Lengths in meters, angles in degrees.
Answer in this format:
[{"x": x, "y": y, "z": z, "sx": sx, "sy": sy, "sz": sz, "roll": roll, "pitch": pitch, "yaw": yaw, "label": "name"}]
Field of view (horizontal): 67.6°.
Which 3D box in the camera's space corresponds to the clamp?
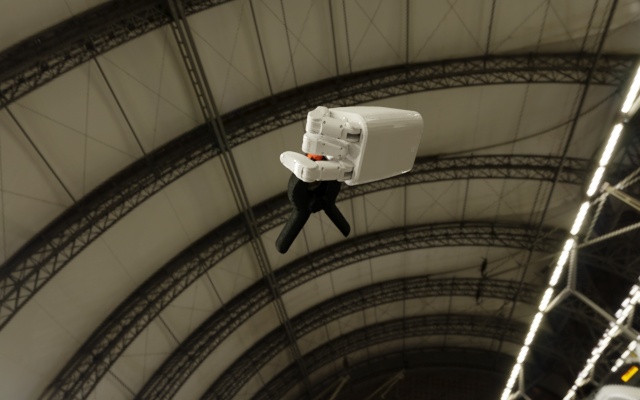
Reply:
[{"x": 0.000, "y": 0.002, "z": 0.693, "sx": 0.120, "sy": 0.172, "sz": 0.039, "roll": -10, "pitch": 41, "yaw": -29, "label": "clamp"}]
